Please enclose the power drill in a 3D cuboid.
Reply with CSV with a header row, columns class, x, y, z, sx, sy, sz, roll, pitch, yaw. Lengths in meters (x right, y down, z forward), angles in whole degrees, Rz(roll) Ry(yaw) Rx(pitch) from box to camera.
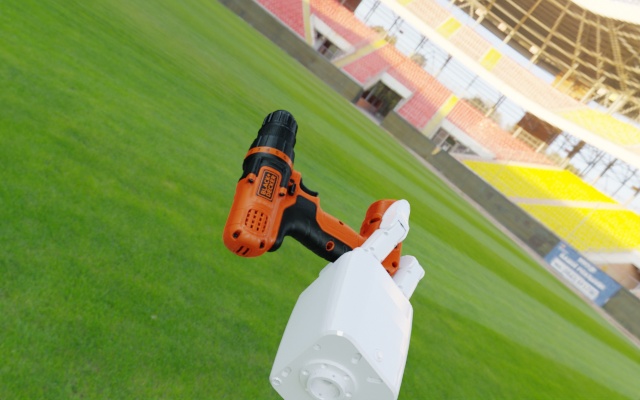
class,x,y,z,sx,sy,sz,roll,pitch,yaw
power drill,0.000,0.002,0.520,0.188,0.184,0.057,24,-35,-16
